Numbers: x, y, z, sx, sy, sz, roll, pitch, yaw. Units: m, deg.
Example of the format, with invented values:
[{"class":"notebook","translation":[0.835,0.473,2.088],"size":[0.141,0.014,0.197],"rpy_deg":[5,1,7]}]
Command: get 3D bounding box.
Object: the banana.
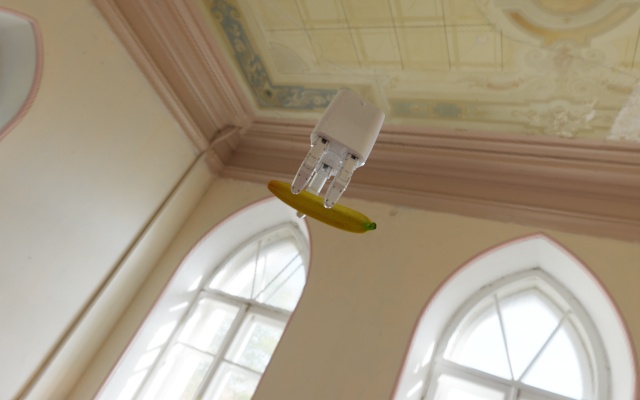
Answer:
[{"class":"banana","translation":[0.006,0.012,0.778],"size":[0.198,0.037,0.070],"rpy_deg":[20,-22,20]}]
